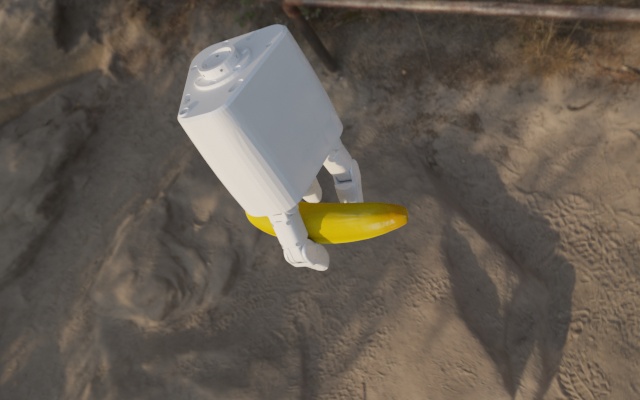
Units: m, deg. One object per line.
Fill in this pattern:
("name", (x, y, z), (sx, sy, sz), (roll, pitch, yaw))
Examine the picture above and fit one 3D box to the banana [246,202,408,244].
("banana", (-0.014, 0.012, 0.457), (0.198, 0.037, 0.069), (11, 42, 43))
